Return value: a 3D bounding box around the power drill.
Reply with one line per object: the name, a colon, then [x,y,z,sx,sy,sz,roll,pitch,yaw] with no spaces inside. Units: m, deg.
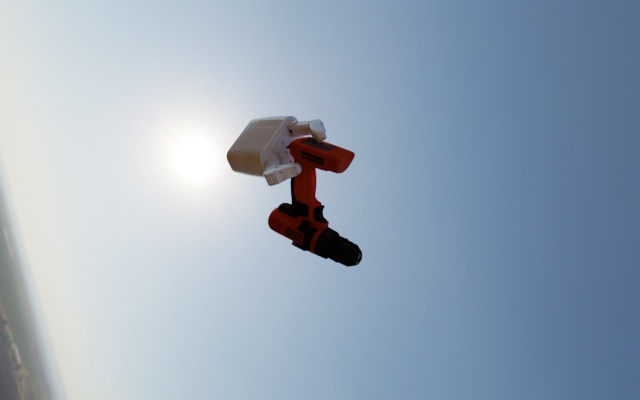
power drill: [0.000,0.002,0.782,0.184,0.188,0.057,23,27,25]
